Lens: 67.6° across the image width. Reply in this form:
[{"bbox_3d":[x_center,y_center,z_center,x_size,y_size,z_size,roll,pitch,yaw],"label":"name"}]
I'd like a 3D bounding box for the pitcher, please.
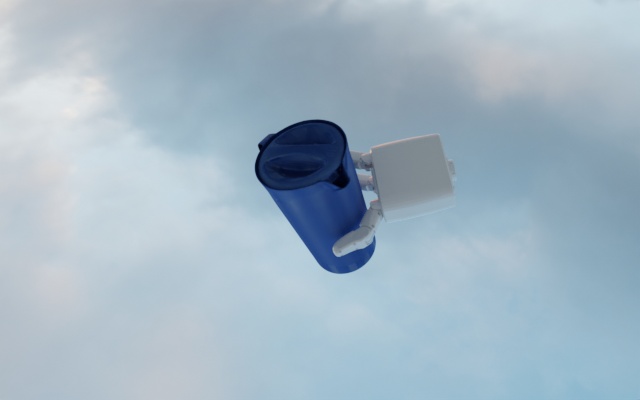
[{"bbox_3d":[0.000,0.002,0.731,0.145,0.149,0.243,-12,-42,12],"label":"pitcher"}]
